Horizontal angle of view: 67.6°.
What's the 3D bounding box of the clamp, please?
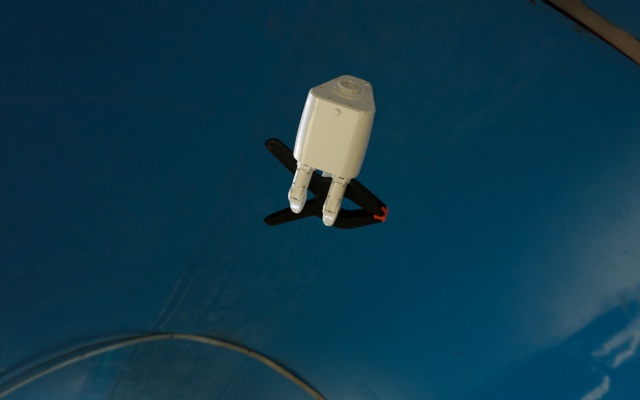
[{"bbox_3d":[0.001,0.002,0.758,0.210,0.165,0.036,20,39,7],"label":"clamp"}]
